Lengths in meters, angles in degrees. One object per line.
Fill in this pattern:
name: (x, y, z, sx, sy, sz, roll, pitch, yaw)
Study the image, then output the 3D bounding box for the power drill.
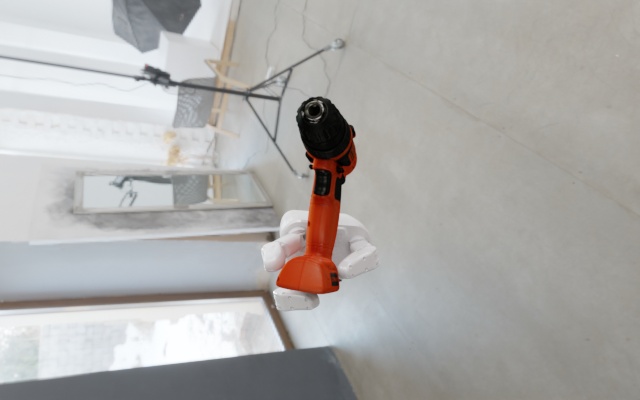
power drill: (0.000, 0.002, 0.504, 0.057, 0.187, 0.184, 8, -8, 13)
